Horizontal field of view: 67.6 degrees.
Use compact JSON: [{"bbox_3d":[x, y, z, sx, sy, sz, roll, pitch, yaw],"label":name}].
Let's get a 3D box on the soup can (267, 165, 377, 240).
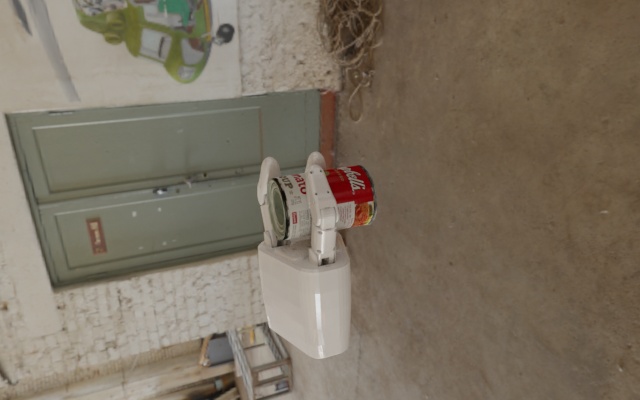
[{"bbox_3d":[0.000,0.001,0.514,0.102,0.068,0.068,-9,3,-20],"label":"soup can"}]
